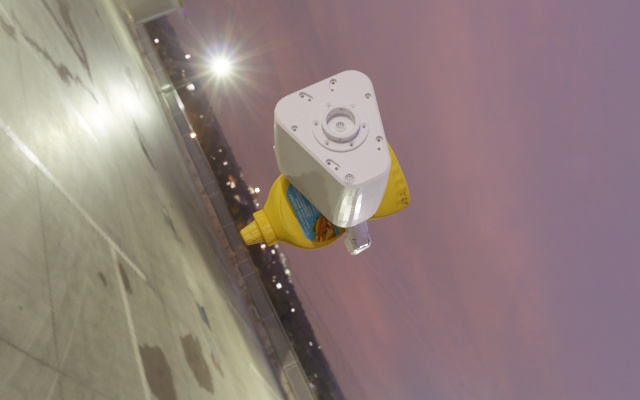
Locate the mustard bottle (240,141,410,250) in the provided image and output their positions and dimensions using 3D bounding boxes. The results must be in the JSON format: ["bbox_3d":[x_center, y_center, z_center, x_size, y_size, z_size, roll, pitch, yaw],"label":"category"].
[{"bbox_3d":[0.000,0.002,0.544,0.191,0.096,0.058,-25,8,-10],"label":"mustard bottle"}]
